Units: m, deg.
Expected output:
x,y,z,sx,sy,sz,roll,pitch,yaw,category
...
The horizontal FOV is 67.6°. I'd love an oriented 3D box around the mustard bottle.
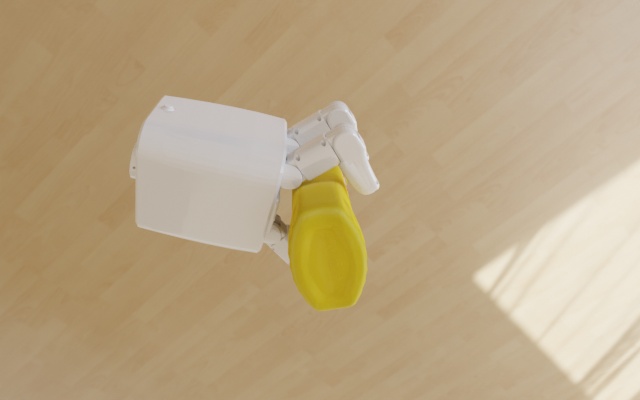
x,y,z,sx,sy,sz,roll,pitch,yaw,category
0.000,0.002,0.429,0.058,0.096,0.191,-10,29,1,mustard bottle
